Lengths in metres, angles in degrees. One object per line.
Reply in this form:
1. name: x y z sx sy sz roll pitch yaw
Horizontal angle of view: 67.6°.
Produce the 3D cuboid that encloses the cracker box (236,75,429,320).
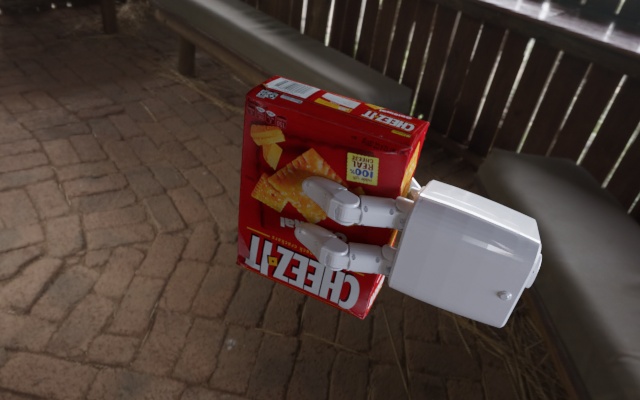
1. cracker box: 0.000 0.001 0.490 0.164 0.214 0.072 21 35 16
